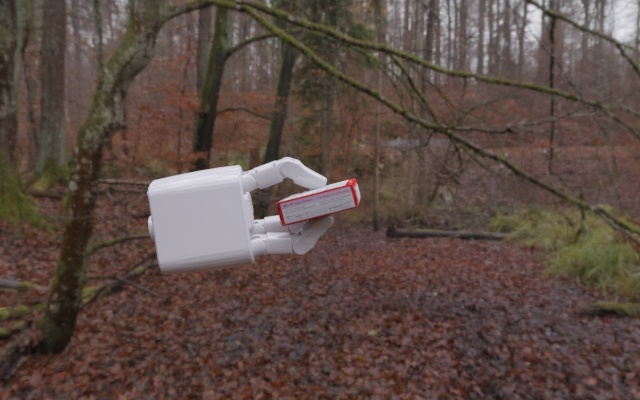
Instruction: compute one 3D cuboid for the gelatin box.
[{"bbox_3d":[0.000,0.001,0.554,0.089,0.030,0.073,-15,5,9],"label":"gelatin box"}]
